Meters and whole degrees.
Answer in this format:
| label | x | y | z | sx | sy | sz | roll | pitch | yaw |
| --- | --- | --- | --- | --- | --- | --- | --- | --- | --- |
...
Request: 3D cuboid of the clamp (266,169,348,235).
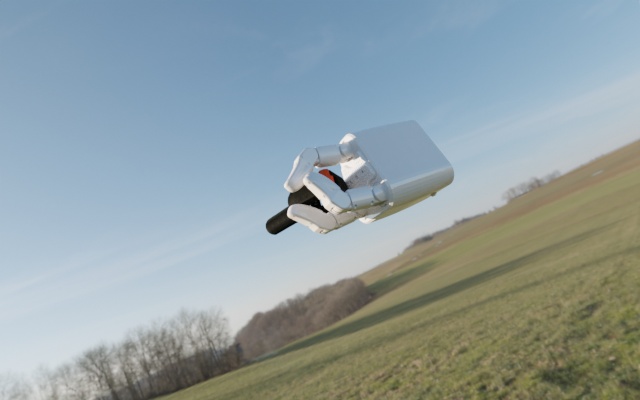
| label | x | y | z | sx | sy | sz | roll | pitch | yaw |
| --- | --- | --- | --- | --- | --- | --- | --- | --- | --- |
| clamp | 0.000 | 0.002 | 0.643 | 0.120 | 0.039 | 0.171 | -17 | -12 | -26 |
